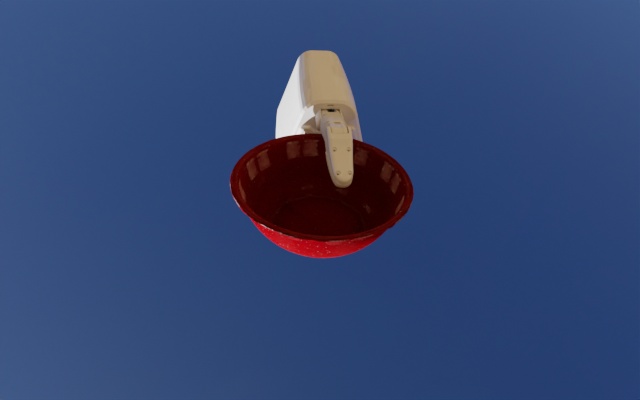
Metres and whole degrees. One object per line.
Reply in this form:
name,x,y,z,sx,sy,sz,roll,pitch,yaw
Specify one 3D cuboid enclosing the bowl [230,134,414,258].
bowl,0.000,0.003,0.437,0.162,0.055,0.162,3,37,-2
